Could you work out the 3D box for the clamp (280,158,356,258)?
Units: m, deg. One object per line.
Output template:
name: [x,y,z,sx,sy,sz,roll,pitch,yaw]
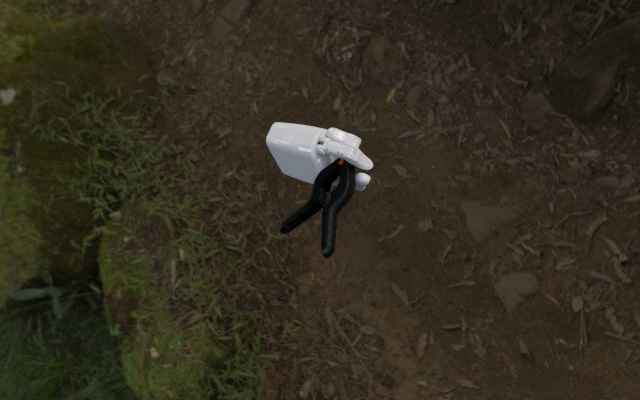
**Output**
clamp: [0.000,0.002,0.801,0.120,0.171,0.039,16,-13,33]
